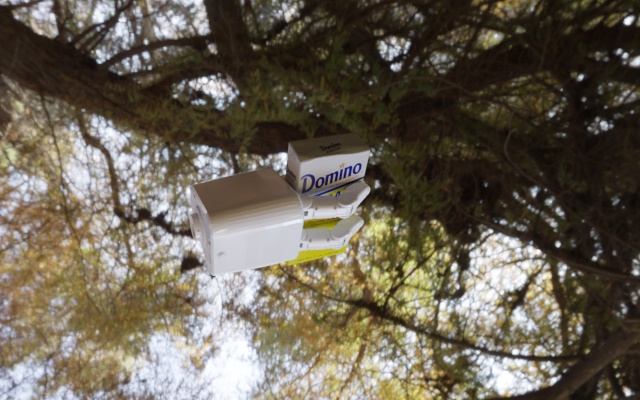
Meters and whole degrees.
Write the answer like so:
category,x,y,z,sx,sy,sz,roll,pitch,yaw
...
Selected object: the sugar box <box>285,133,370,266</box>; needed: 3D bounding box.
category,x,y,z,sx,sy,sz,roll,pitch,yaw
sugar box,0.000,0.002,0.612,0.093,0.176,0.048,-12,47,-23
